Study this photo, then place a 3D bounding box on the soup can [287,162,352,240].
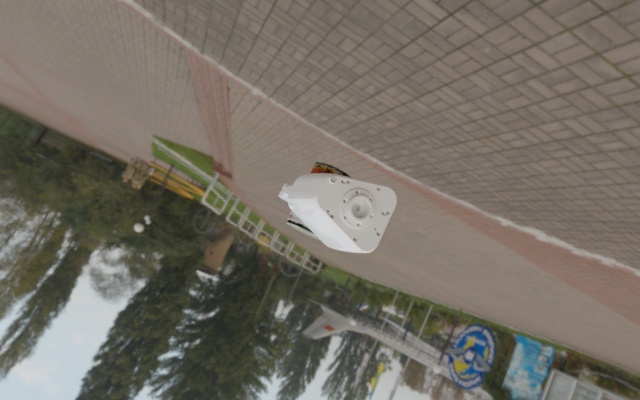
[{"bbox_3d":[0.000,0.003,0.722,0.068,0.102,0.068,25,-9,4],"label":"soup can"}]
